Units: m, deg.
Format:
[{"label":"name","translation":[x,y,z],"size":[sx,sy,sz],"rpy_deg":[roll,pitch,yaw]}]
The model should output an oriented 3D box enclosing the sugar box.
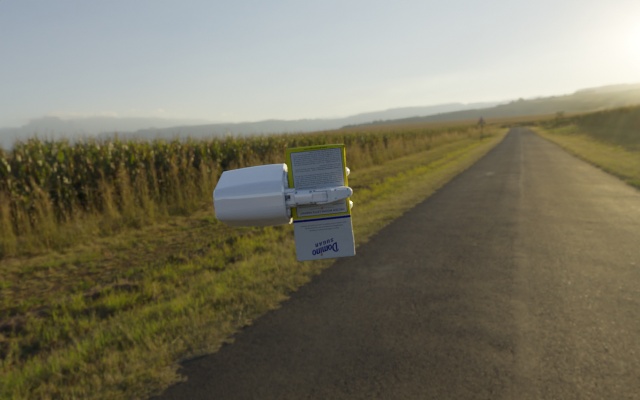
[{"label":"sugar box","translation":[0.000,0.002,0.750],"size":[0.093,0.176,0.048],"rpy_deg":[-5,7,1]}]
